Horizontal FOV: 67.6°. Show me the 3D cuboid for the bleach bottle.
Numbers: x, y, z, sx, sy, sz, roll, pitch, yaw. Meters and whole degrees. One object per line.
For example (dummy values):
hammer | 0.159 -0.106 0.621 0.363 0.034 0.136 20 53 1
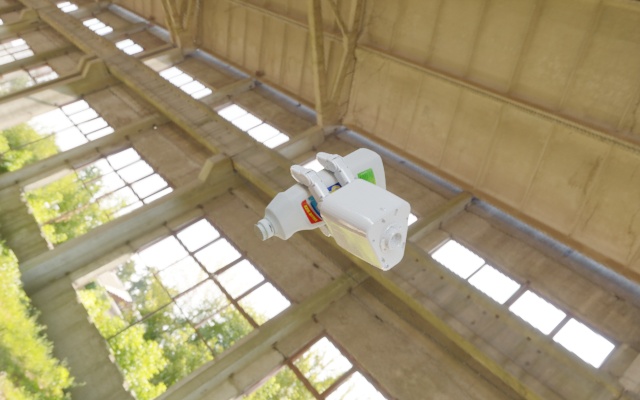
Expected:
bleach bottle | 0.000 0.003 0.818 0.250 0.103 0.068 -30 37 -27
